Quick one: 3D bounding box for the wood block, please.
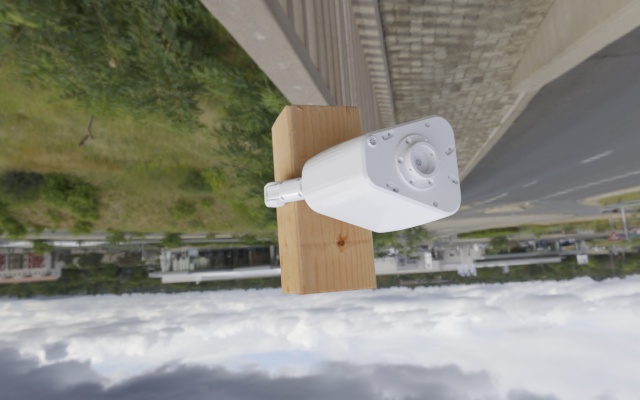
[{"bbox_3d":[0.000,0.002,0.559,0.091,0.206,0.090,-2,-9,-17],"label":"wood block"}]
